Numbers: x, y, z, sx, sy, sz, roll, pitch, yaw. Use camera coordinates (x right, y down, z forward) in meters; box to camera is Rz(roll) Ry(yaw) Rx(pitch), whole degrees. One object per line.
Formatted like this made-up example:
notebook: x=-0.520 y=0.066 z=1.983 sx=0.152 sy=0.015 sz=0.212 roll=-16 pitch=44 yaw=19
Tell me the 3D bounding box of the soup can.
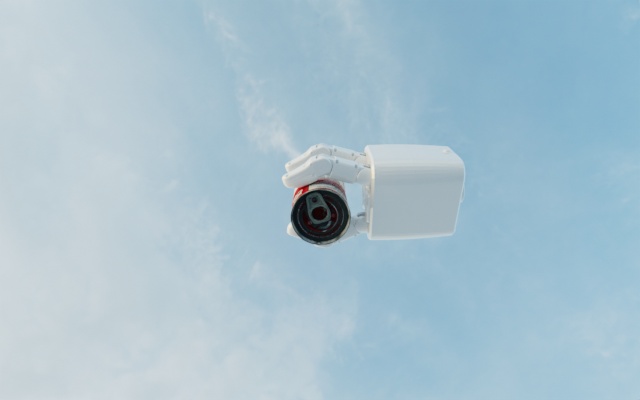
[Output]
soup can: x=0.000 y=0.002 z=0.580 sx=0.068 sy=0.068 sz=0.102 roll=0 pitch=20 yaw=0
